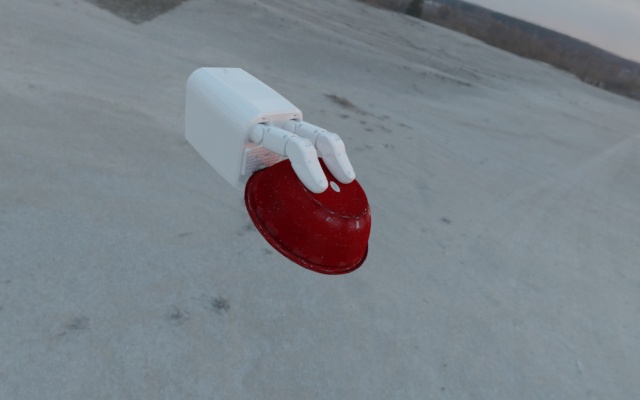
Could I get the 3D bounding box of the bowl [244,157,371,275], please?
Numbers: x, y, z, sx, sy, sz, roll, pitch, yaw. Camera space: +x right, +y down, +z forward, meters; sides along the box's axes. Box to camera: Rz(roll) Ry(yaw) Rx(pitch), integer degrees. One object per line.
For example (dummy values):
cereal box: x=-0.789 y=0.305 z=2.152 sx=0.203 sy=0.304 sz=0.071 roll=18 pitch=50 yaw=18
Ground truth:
bowl: x=0.001 y=0.002 z=0.529 sx=0.162 sy=0.162 sz=0.055 roll=0 pitch=-41 yaw=-43
